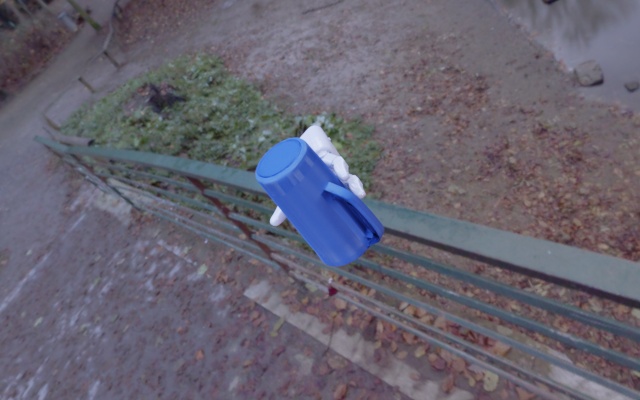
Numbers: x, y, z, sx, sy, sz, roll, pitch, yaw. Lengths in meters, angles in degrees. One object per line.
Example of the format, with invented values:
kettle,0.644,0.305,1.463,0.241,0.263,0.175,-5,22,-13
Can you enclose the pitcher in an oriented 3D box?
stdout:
pitcher,0.000,0.003,0.875,0.149,0.243,0.145,-32,36,11
